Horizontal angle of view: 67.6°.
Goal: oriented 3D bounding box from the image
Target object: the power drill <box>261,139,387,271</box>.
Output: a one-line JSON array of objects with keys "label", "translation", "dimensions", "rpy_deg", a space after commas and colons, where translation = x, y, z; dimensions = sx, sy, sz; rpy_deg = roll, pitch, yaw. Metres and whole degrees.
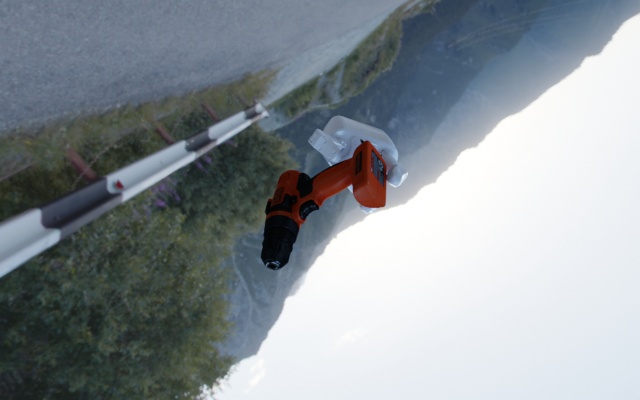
[{"label": "power drill", "translation": [0.001, 0.002, 0.678], "dimensions": [0.188, 0.184, 0.057], "rpy_deg": [-22, -51, 27]}]
